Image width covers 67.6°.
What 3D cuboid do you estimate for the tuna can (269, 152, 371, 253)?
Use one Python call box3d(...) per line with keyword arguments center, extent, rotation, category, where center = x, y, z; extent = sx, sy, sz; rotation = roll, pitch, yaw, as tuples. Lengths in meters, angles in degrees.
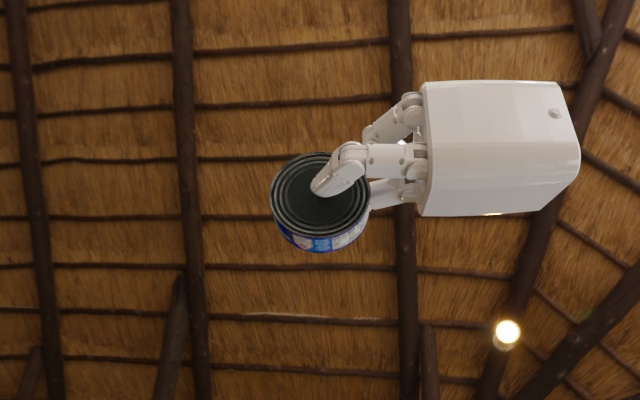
box3d(center=(0.000, 0.002, 0.414), extent=(0.086, 0.086, 0.034), rotation=(0, -31, 4), category="tuna can")
